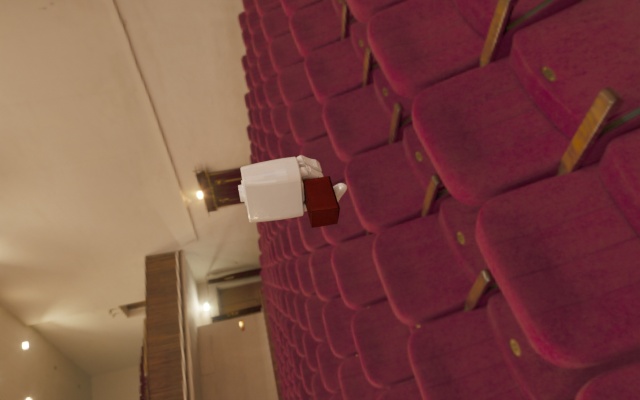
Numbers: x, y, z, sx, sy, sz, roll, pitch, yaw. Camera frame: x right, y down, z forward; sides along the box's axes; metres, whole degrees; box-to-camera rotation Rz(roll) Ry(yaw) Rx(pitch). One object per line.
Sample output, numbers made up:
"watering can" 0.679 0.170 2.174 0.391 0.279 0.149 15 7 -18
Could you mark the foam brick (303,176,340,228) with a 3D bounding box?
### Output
"foam brick" 0.000 0.003 0.881 0.051 0.078 0.053 -9 -37 -10
